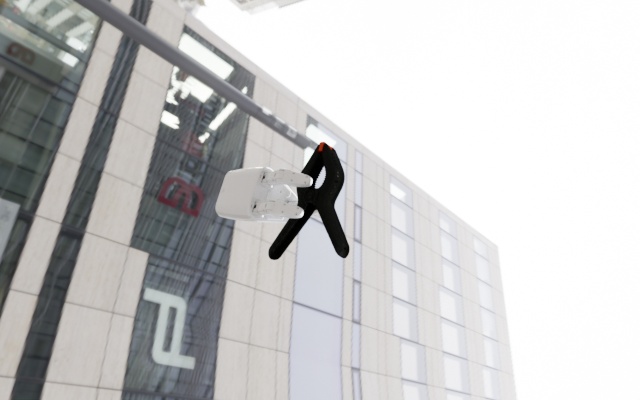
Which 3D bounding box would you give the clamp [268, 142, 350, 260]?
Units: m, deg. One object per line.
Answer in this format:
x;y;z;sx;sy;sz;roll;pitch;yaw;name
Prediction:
0.001;0.002;0.774;0.164;0.210;0.036;2;-21;43;clamp
